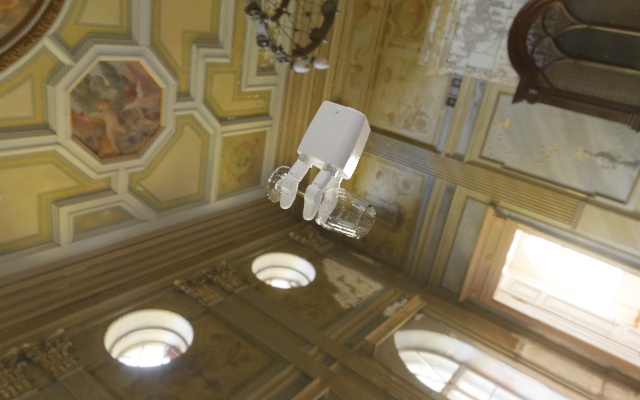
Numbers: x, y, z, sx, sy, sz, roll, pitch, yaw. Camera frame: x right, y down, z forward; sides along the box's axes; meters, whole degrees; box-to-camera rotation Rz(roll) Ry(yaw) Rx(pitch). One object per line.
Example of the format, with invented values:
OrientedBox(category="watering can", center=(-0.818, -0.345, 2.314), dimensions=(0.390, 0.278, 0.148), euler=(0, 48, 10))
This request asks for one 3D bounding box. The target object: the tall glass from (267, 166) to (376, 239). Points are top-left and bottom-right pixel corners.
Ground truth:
OrientedBox(category="tall glass", center=(0.000, 0.003, 0.870), dimensions=(0.201, 0.079, 0.079), euler=(24, 13, 31))
